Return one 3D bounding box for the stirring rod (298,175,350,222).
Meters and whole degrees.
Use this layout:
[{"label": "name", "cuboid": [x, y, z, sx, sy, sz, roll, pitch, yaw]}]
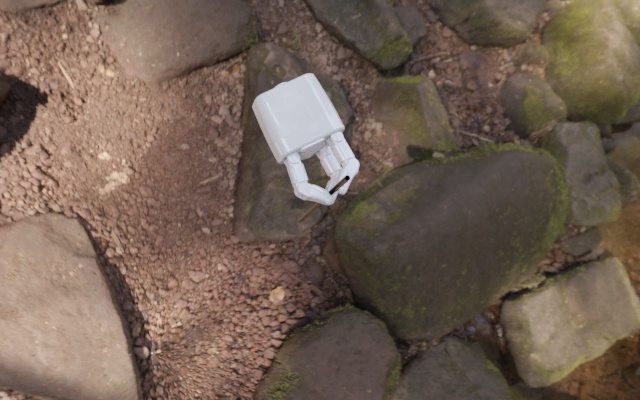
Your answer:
[{"label": "stirring rod", "cuboid": [0.000, 0.003, 0.786, 0.011, 0.011, 0.239, 0, -17, -19]}]
